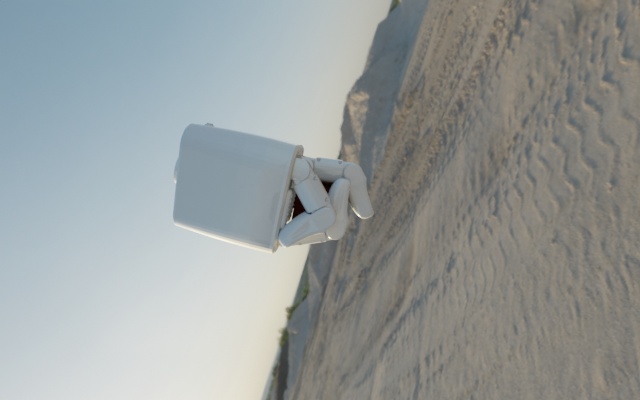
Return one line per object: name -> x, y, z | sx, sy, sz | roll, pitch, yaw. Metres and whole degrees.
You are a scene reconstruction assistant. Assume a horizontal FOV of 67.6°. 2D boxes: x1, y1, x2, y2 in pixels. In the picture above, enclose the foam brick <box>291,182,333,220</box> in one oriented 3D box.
foam brick -> 0.000, 0.002, 0.525 | 0.051, 0.053, 0.078 | 11, 7, 2
